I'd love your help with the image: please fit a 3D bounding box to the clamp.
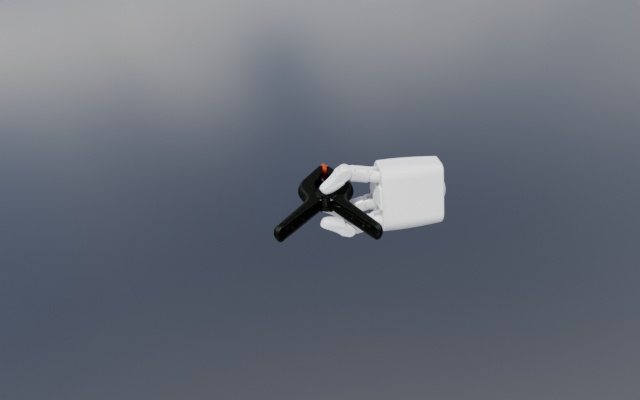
[{"bbox_3d":[0.000,0.002,0.793,0.164,0.036,0.209,-4,33,-7],"label":"clamp"}]
